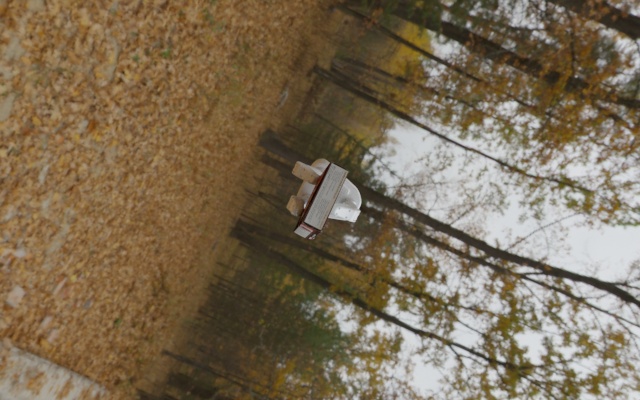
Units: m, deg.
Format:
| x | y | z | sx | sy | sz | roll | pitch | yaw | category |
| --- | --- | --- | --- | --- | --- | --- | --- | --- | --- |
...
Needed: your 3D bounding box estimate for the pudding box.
| x | y | z | sx | sy | sz | roll | pitch | yaw | category |
| --- | --- | --- | --- | --- | --- | --- | --- | --- | --- |
| 0.000 | 0.003 | 0.772 | 0.039 | 0.113 | 0.090 | 24 | -17 | -4 | pudding box |
